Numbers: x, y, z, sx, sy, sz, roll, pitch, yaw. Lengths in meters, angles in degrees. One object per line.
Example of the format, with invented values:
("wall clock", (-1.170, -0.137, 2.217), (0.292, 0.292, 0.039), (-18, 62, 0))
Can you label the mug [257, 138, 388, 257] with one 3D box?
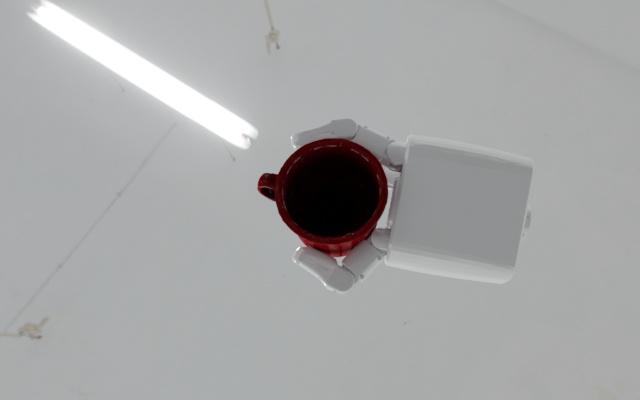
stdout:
("mug", (-0.001, 0.001, 0.428), (0.117, 0.093, 0.081), (12, -17, 9))
